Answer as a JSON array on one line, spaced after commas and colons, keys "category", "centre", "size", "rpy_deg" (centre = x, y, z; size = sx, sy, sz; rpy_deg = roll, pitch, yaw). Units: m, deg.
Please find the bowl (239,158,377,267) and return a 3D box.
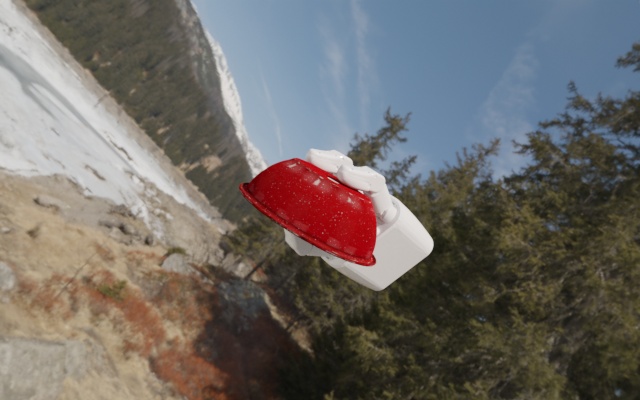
[{"category": "bowl", "centre": [0.000, 0.001, 0.491], "size": [0.162, 0.055, 0.162], "rpy_deg": [29, 8, -4]}]
